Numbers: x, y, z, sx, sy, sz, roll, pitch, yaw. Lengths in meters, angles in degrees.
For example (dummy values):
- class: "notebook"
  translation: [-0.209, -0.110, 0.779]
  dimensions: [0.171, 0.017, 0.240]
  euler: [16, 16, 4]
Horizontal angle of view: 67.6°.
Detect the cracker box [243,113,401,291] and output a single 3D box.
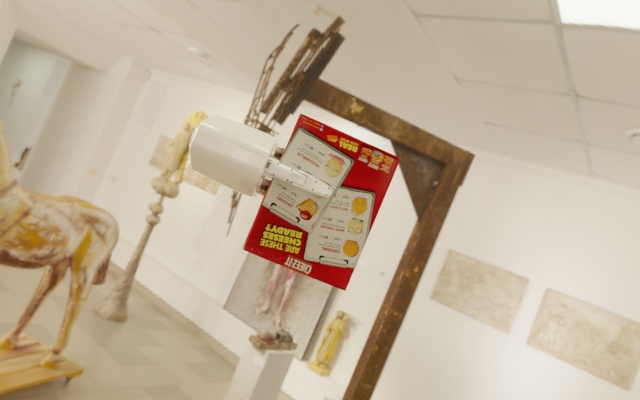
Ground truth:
- class: "cracker box"
  translation: [0.000, 0.002, 0.718]
  dimensions: [0.164, 0.213, 0.072]
  euler: [23, -1, -6]
